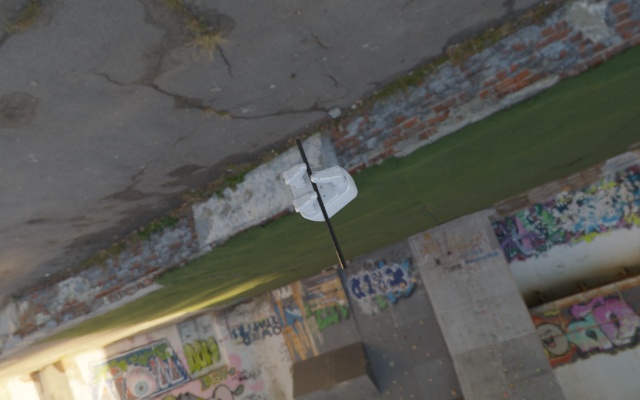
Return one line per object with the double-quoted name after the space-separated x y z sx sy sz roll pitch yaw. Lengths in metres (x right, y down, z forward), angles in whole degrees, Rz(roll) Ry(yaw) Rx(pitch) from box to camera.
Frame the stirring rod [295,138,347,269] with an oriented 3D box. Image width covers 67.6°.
0.000 0.003 0.818 0.011 0.239 0.011 -19 -12 -4 "stirring rod"
